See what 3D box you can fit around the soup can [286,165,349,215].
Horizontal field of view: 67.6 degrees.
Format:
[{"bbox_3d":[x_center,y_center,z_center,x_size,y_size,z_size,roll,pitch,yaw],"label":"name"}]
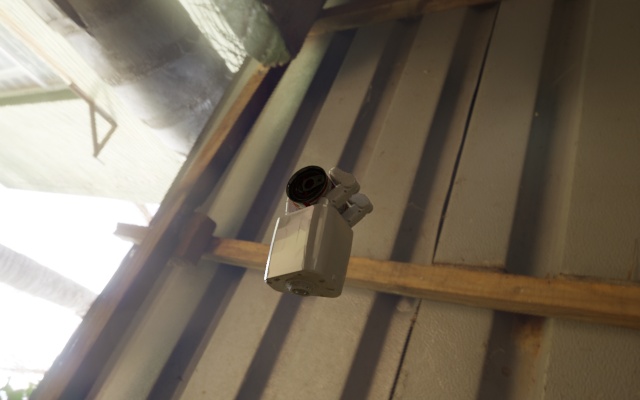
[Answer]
[{"bbox_3d":[0.000,0.002,0.746,0.068,0.068,0.102,0,-33,31],"label":"soup can"}]
